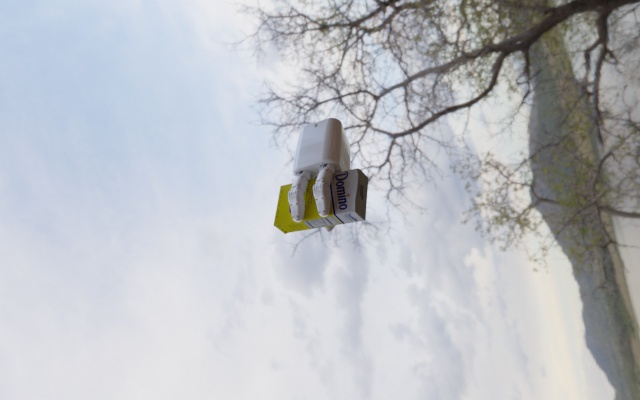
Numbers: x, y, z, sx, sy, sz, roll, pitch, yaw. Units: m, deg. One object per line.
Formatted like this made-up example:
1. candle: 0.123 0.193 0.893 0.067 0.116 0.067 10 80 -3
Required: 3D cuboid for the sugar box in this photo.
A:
1. sugar box: 0.000 0.003 0.888 0.176 0.093 0.048 -14 -35 31
